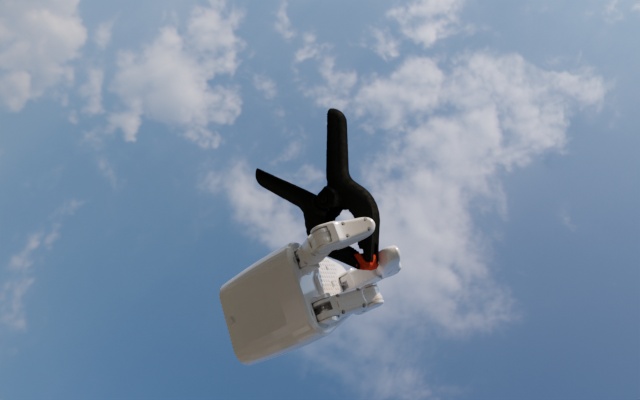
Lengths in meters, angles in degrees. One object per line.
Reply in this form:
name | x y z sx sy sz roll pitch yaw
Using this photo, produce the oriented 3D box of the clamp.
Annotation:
clamp | 0.001 0.002 0.496 0.120 0.171 0.039 -31 -23 25
